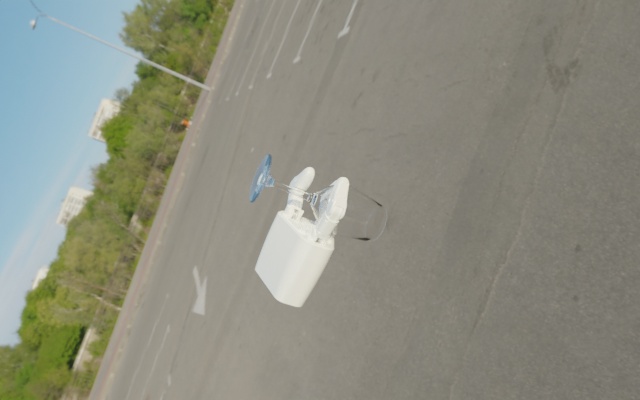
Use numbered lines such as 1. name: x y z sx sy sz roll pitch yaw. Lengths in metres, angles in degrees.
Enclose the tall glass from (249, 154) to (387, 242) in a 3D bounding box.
1. tall glass: 0.000 0.002 0.715 0.201 0.079 0.079 21 -8 -20
